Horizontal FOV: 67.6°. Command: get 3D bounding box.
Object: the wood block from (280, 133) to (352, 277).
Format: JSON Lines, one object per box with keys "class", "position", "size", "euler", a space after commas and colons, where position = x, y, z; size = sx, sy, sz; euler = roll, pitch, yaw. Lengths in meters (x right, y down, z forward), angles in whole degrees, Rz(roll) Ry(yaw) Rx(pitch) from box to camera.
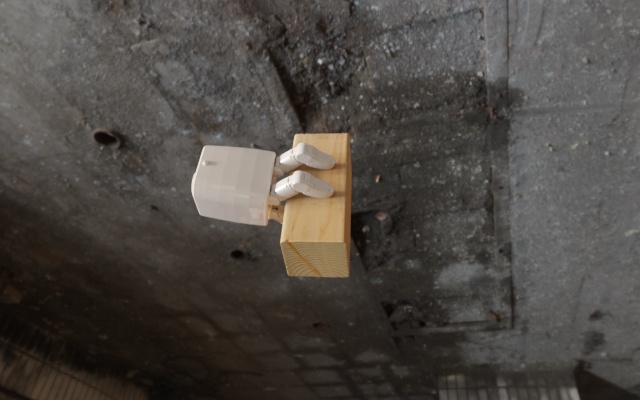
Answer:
{"class": "wood block", "position": [0.000, 0.003, 0.715], "size": [0.090, 0.206, 0.091], "euler": [0, -39, 6]}
